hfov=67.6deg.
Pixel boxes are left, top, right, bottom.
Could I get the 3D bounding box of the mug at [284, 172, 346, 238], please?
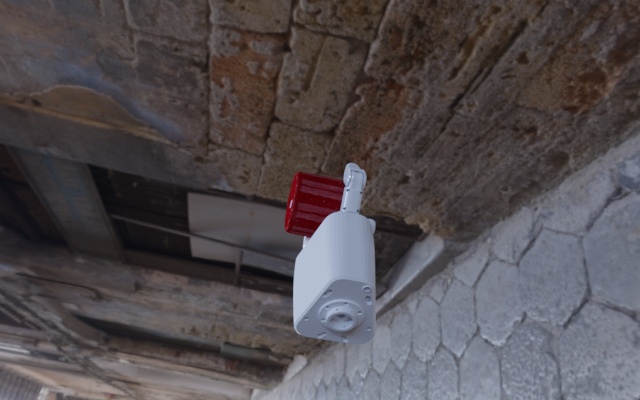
[{"bbox_3d":[0.000,0.001,0.633,0.081,0.093,0.117,11,35,-8],"label":"mug"}]
